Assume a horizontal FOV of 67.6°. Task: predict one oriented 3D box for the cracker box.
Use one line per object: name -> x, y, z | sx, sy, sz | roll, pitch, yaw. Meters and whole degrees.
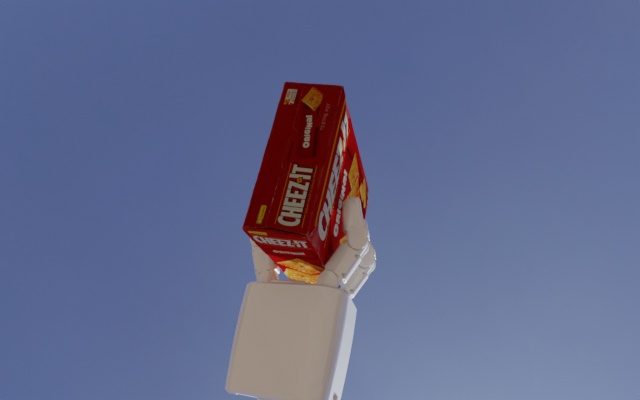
cracker box -> 0.000, 0.002, 0.531 | 0.072, 0.164, 0.214 | 6, -24, 15
